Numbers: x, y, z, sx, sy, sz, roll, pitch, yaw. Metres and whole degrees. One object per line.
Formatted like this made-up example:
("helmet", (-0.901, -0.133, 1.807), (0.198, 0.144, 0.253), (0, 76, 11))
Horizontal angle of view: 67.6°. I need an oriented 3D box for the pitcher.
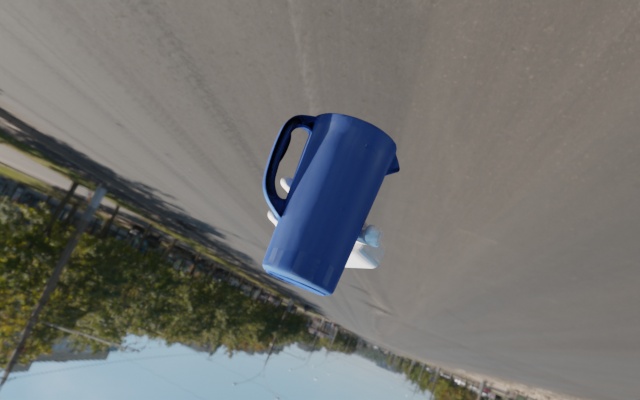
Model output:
("pitcher", (0.000, 0.002, 0.688), (0.149, 0.242, 0.145), (14, -16, 30))
